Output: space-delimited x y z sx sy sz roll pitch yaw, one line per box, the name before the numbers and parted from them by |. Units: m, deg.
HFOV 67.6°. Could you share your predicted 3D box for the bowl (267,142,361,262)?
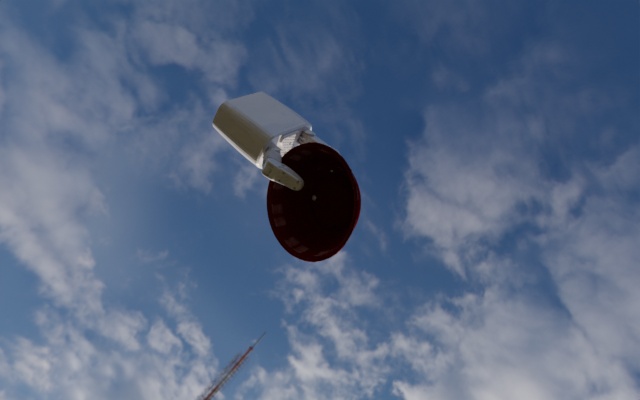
bowl | 0.001 0.003 0.664 0.162 0.162 0.055 0 0 39
